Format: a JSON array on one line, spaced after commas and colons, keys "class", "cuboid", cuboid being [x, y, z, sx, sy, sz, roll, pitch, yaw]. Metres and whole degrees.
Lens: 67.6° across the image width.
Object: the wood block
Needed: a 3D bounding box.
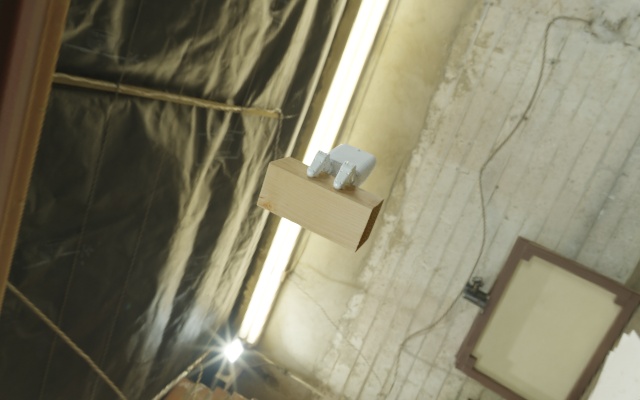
[{"class": "wood block", "cuboid": [0.000, 0.003, 0.890, 0.206, 0.091, 0.090, 25, 21, 15]}]
